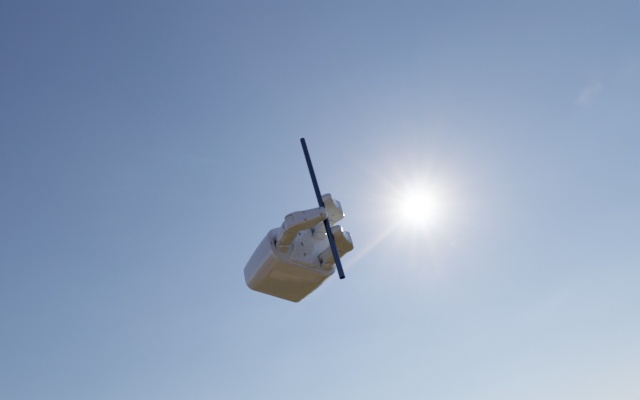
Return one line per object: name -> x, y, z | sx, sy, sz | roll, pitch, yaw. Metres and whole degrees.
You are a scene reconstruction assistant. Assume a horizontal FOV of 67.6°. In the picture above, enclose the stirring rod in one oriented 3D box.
stirring rod -> 0.000, 0.002, 0.678 | 0.011, 0.239, 0.011 | -11, -33, -7
